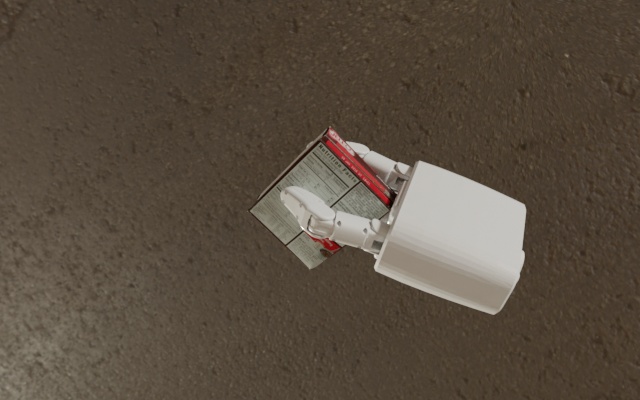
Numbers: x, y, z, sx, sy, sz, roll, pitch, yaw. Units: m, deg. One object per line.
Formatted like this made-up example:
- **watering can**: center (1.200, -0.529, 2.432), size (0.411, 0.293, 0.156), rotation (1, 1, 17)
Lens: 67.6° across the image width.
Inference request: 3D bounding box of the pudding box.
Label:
- **pudding box**: center (0.000, 0.002, 0.445), size (0.113, 0.090, 0.039), rotation (-41, 8, 29)
